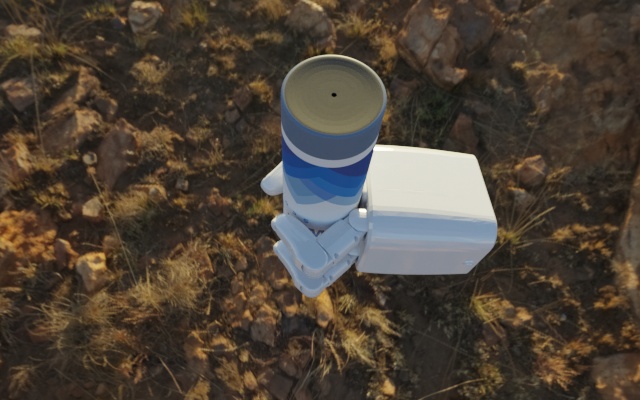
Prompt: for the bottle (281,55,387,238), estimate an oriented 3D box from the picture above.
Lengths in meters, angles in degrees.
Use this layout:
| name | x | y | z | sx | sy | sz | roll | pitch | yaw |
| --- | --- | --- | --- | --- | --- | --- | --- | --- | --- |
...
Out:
| name | x | y | z | sx | sy | sz | roll | pitch | yaw |
| --- | --- | --- | --- | --- | --- | --- | --- | --- | --- |
| bottle | 0.000 | 0.001 | 0.426 | 0.069 | 0.069 | 0.296 | 0 | -27 | -4 |
